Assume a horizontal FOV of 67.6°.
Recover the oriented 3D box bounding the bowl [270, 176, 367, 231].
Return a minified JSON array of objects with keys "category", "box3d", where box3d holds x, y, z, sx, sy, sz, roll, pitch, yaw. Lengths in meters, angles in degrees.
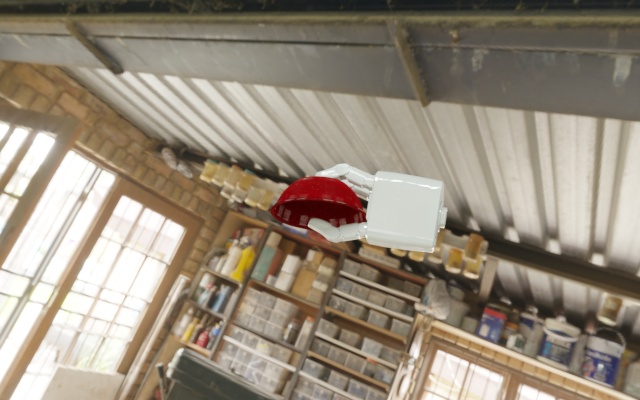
[{"category":"bowl","box3d":[-0.001,0.002,0.788,0.162,0.055,0.162,4,-20,2]}]
